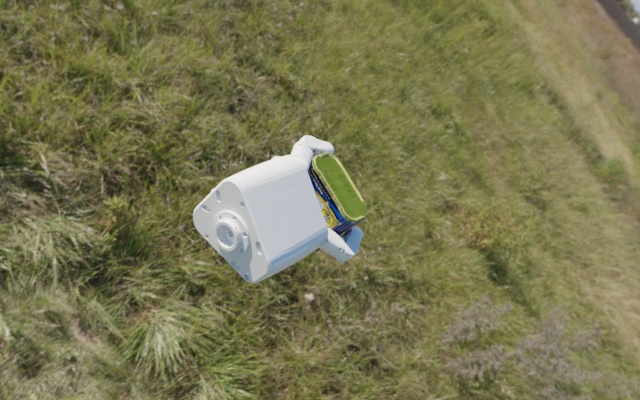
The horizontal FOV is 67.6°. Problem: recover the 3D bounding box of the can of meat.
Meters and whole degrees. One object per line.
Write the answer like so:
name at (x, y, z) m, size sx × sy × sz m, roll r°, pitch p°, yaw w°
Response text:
can of meat at (0.000, 0.002, 0.608) m, size 0.084 × 0.102 × 0.057 m, roll -37°, pitch -9°, yaw 37°
